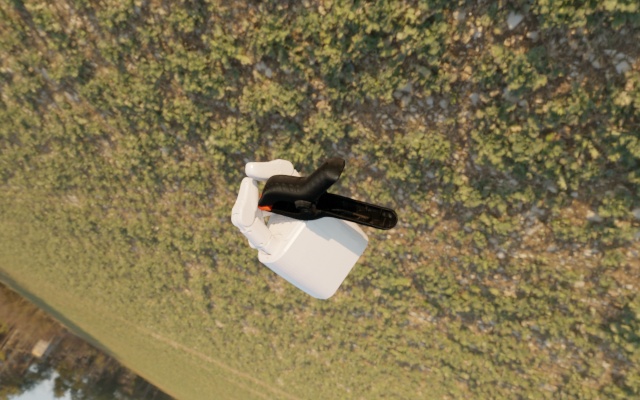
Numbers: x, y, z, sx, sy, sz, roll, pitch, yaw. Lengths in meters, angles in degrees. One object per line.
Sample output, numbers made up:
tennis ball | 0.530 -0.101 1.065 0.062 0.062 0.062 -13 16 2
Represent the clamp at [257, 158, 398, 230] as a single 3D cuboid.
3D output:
clamp | 0.000 0.002 0.538 0.120 0.039 0.171 42 -28 -30
